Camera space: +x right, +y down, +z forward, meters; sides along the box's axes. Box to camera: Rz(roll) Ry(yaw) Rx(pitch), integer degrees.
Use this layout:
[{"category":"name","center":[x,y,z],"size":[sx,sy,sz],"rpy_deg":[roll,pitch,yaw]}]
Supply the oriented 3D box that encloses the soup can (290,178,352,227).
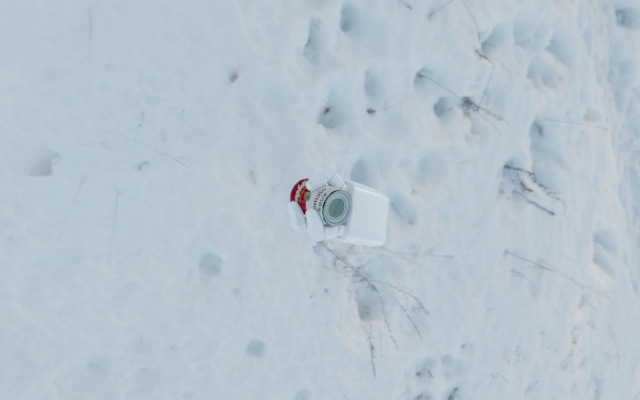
[{"category":"soup can","center":[0.000,0.003,0.866],"size":[0.068,0.068,0.102],"rpy_deg":[0,13,-38]}]
